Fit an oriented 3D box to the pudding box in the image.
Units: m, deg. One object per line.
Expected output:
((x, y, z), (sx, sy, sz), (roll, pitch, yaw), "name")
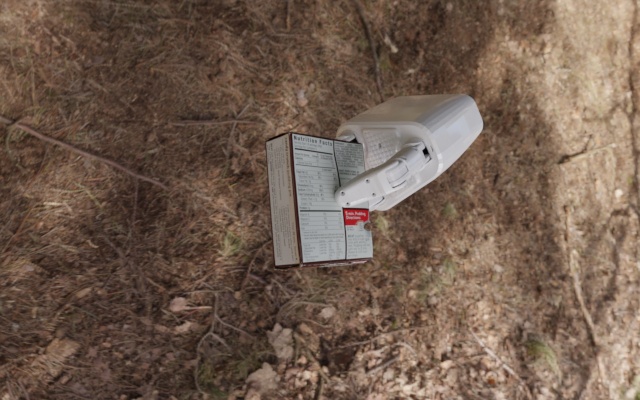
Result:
((0.000, 0.001, 0.416), (0.090, 0.113, 0.039), (2, -12, -42), "pudding box")
